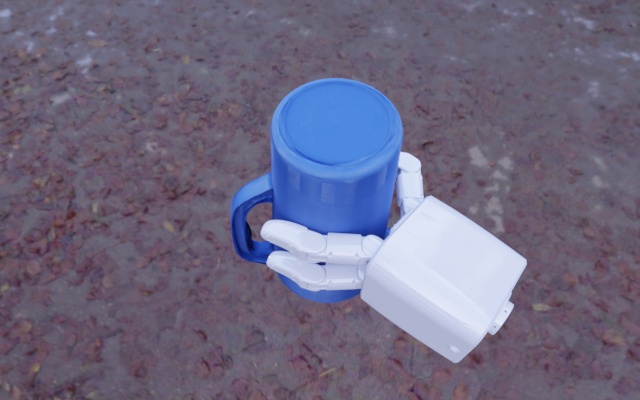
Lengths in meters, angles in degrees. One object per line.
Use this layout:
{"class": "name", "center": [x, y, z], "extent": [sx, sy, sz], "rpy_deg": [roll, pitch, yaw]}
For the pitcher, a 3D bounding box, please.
{"class": "pitcher", "center": [0.000, 0.002, 0.480], "extent": [0.145, 0.149, 0.243], "rpy_deg": [35, -26, 19]}
